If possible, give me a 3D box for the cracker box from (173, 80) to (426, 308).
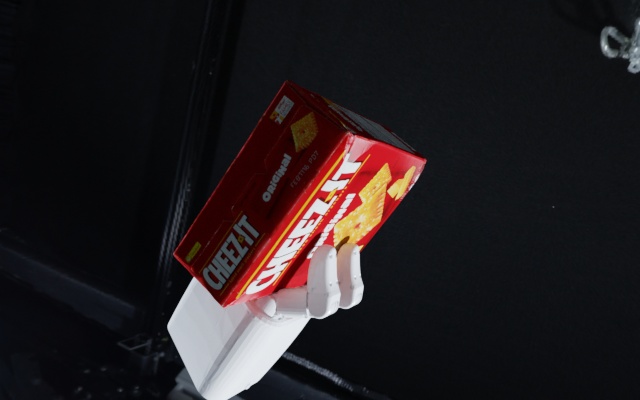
[{"bbox_3d":[0.000,0.001,0.431,0.072,0.164,0.214,42,16,20],"label":"cracker box"}]
